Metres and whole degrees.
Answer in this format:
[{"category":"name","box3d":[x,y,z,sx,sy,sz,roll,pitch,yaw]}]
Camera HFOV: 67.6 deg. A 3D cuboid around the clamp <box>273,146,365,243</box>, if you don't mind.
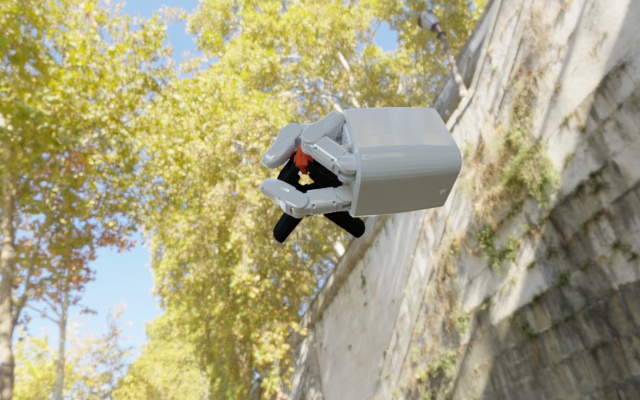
[{"category":"clamp","box3d":[0.000,0.001,0.574,0.120,0.039,0.172,-4,-33,-5]}]
